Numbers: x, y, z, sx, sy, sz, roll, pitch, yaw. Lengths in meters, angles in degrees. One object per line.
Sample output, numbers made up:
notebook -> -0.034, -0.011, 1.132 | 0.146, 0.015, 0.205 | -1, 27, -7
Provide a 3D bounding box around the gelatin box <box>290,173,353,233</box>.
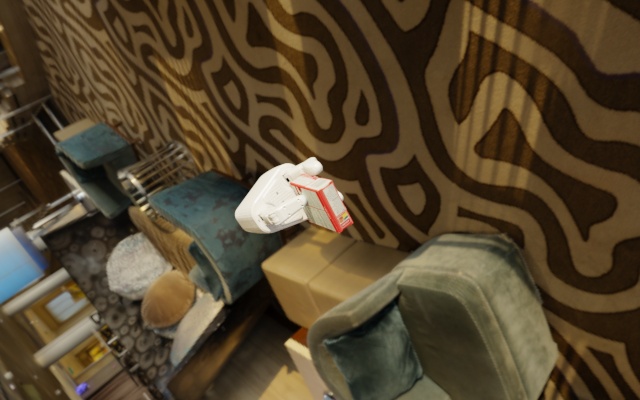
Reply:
gelatin box -> 0.000, 0.003, 0.685 | 0.030, 0.073, 0.089 | -36, 25, -20
